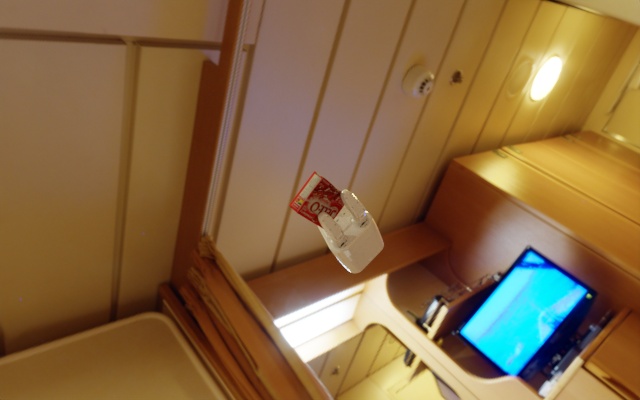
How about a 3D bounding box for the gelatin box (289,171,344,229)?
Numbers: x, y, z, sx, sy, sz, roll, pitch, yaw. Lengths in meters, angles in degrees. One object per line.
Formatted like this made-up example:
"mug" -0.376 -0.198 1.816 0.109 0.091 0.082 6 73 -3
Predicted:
"gelatin box" 0.000 0.002 0.812 0.030 0.073 0.089 38 2 42
